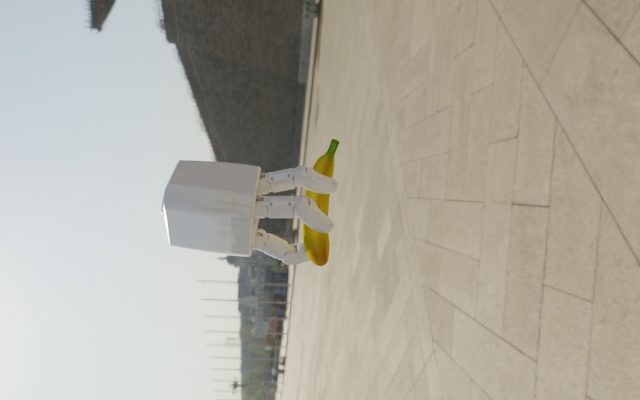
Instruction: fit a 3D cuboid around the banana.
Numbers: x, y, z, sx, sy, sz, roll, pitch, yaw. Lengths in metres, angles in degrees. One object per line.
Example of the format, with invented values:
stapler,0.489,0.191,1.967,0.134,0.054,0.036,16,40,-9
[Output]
banana,-0.003,0.009,0.651,0.037,0.197,0.070,9,-33,-7
